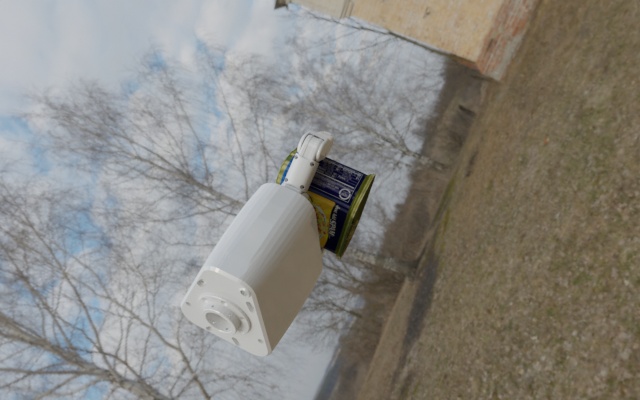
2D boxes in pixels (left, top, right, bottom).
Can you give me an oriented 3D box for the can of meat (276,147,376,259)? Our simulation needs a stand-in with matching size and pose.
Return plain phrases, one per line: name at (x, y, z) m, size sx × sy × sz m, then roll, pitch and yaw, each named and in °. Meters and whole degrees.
can of meat at (0.000, 0.001, 0.489) m, size 0.084 × 0.057 × 0.102 m, roll 24°, pitch -39°, yaw 9°
